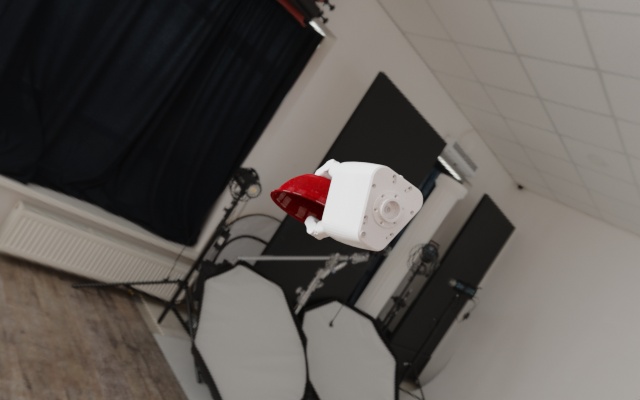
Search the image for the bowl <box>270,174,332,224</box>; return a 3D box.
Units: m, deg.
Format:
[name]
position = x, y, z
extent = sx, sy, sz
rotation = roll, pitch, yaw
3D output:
[bowl]
position = -0.001, 0.002, 0.793
extent = 0.162, 0.055, 0.162
rotation = 23, -17, 7
